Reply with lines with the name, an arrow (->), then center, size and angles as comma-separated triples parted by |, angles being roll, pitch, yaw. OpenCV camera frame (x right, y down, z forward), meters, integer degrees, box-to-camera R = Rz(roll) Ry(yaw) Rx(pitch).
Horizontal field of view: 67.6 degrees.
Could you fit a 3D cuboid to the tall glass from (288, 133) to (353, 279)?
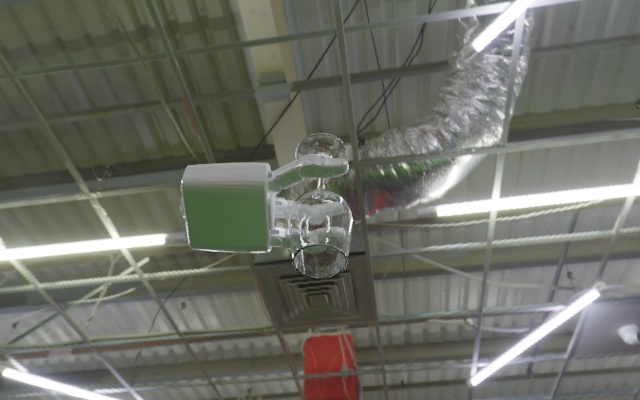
tall glass -> 0.000, 0.001, 0.607 | 0.079, 0.079, 0.200 | 0, 43, 0
